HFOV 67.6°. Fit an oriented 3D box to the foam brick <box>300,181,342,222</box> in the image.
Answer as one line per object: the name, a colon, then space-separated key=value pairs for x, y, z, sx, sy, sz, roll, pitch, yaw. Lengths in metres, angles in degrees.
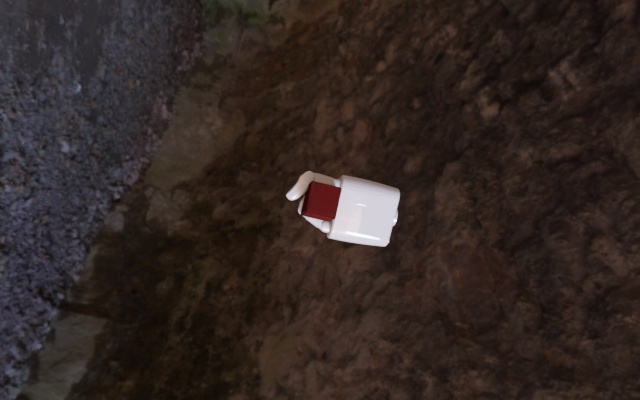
foam brick: x=0.000 y=0.003 z=0.794 sx=0.051 sy=0.053 sz=0.078 roll=14 pitch=-7 yaw=-6
